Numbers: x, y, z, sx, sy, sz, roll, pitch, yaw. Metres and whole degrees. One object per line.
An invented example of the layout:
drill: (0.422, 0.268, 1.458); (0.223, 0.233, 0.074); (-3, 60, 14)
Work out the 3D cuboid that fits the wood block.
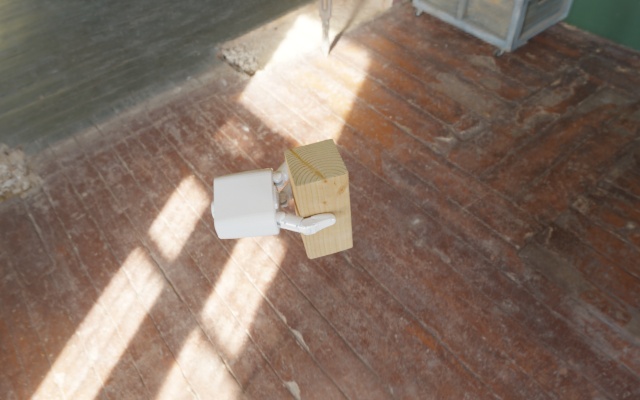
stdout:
wood block: (0.000, 0.003, 0.863); (0.090, 0.090, 0.206); (-15, -41, -6)
